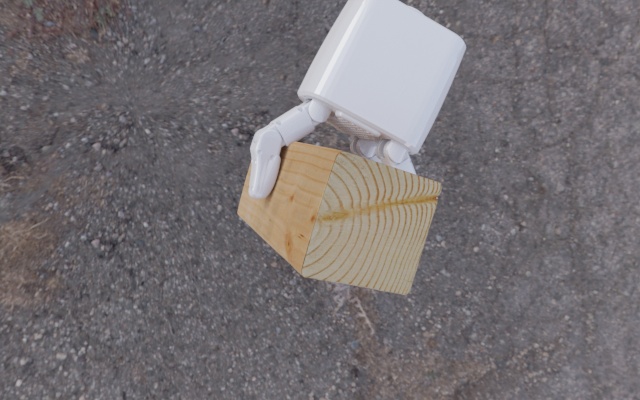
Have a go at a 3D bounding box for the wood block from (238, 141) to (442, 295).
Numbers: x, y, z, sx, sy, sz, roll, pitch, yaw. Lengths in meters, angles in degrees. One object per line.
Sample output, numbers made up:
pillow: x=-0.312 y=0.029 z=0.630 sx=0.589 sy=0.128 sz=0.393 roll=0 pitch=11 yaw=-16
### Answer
wood block: x=0.000 y=0.001 z=0.426 sx=0.091 sy=0.090 sz=0.206 roll=15 pitch=4 yaw=-23
